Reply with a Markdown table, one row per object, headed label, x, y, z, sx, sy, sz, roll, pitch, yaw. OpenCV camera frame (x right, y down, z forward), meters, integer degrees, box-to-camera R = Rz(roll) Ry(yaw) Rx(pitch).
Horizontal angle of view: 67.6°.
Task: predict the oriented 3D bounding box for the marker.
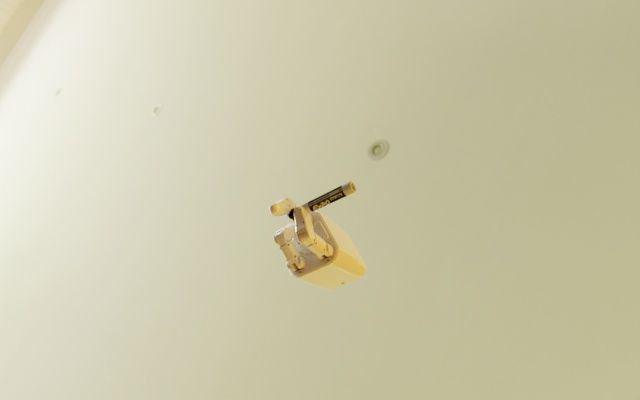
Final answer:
| label | x | y | z | sx | sy | sz | roll | pitch | yaw |
| --- | --- | --- | --- | --- | --- | --- | --- | --- | --- |
| marker | 0.000 | 0.002 | 0.749 | 0.121 | 0.020 | 0.020 | -26 | -11 | 24 |
